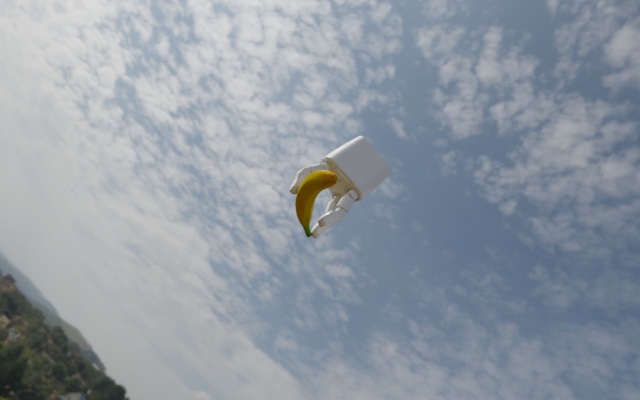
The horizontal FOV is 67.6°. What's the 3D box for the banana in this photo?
[{"bbox_3d":[-0.013,-0.008,0.881,0.037,0.069,0.198,-33,-19,-30],"label":"banana"}]
